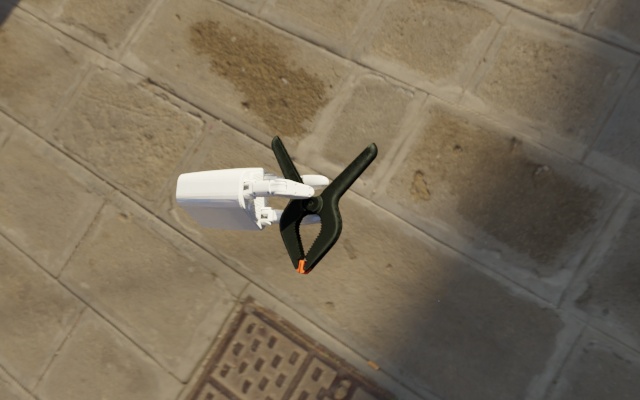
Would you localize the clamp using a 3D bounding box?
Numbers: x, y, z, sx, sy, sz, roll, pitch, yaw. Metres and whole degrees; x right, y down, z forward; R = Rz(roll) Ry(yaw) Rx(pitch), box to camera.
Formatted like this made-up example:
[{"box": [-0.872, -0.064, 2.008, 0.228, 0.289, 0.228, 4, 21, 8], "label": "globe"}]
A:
[{"box": [0.000, 0.003, 0.698, 0.164, 0.210, 0.036, -1, -12, 16], "label": "clamp"}]
